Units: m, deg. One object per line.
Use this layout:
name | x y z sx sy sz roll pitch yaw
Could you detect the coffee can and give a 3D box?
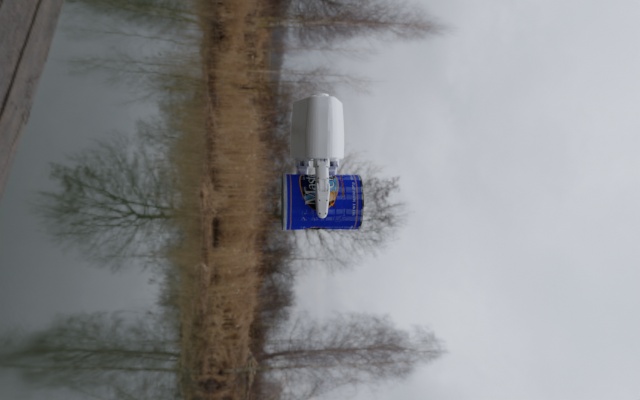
coffee can | 0.000 0.003 0.867 0.140 0.103 0.103 0 0 -7
